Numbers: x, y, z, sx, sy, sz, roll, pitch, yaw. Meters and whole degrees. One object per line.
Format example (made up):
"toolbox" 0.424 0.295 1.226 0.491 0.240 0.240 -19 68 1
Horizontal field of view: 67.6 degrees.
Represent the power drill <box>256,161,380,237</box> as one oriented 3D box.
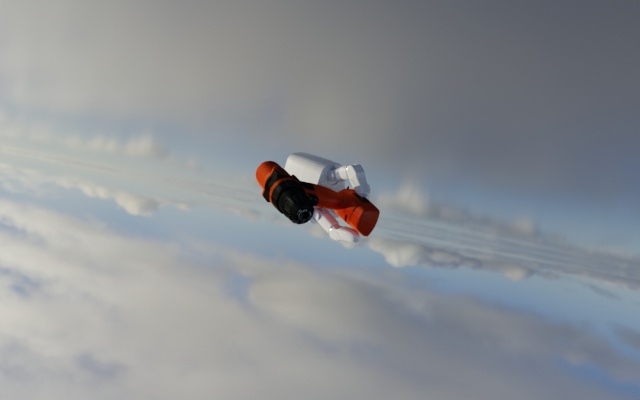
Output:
"power drill" 0.000 0.003 0.761 0.188 0.057 0.184 19 16 -30
